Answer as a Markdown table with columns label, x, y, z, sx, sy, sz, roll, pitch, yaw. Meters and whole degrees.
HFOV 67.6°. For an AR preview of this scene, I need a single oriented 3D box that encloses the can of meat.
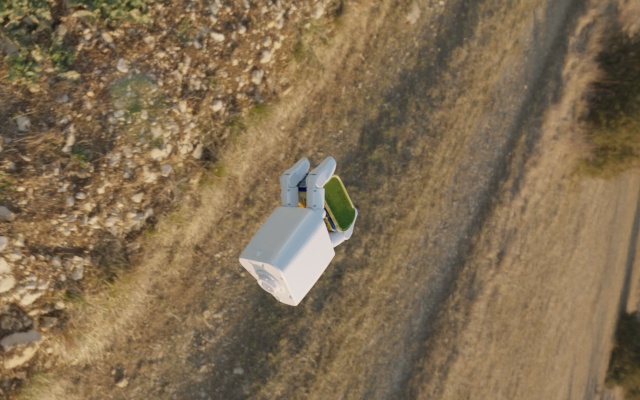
| label | x | y | z | sx | sy | sz | roll | pitch | yaw |
| --- | --- | --- | --- | --- | --- | --- | --- | --- | --- |
| can of meat | 0.000 | 0.003 | 0.775 | 0.084 | 0.102 | 0.057 | 4 | 42 | 44 |
